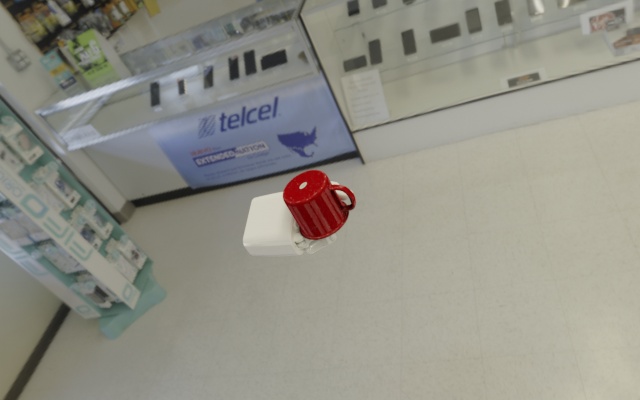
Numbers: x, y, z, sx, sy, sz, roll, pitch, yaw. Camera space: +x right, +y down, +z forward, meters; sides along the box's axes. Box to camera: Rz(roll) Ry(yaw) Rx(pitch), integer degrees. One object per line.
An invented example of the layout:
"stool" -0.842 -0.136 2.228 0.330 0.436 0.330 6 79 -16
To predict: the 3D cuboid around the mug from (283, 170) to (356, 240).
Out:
"mug" 0.001 0.002 0.781 0.117 0.093 0.081 -9 -49 27
